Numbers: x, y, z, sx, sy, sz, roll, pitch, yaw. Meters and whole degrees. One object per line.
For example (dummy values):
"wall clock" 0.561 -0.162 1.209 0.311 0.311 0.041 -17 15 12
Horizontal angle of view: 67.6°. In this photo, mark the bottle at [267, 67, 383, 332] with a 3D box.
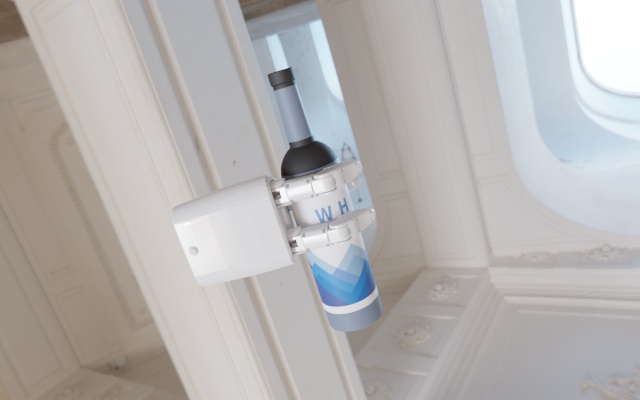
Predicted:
"bottle" 0.000 0.002 0.531 0.069 0.296 0.069 -16 15 4
